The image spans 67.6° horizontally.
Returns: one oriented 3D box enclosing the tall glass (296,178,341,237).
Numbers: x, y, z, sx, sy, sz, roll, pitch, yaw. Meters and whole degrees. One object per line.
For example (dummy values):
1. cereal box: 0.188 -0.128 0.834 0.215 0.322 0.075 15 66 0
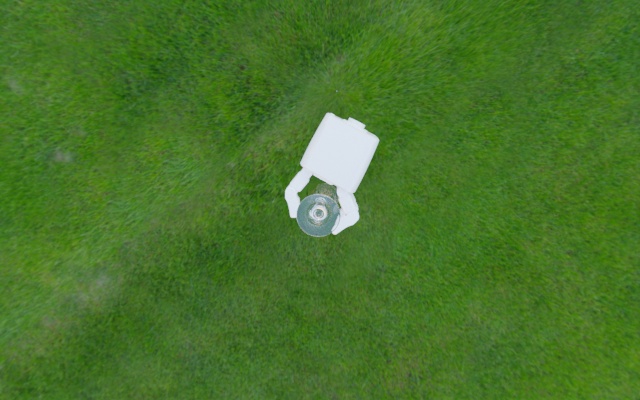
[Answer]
1. tall glass: 0.000 0.003 0.895 0.079 0.079 0.201 0 13 2
